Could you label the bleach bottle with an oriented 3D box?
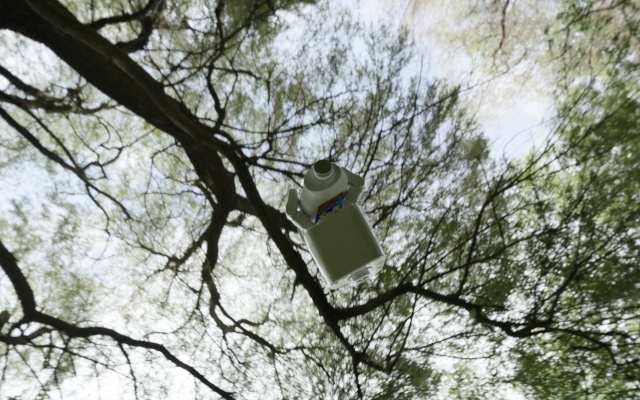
[{"bbox_3d":[0.000,0.003,0.874,0.102,0.068,0.251,-24,-24,-9],"label":"bleach bottle"}]
